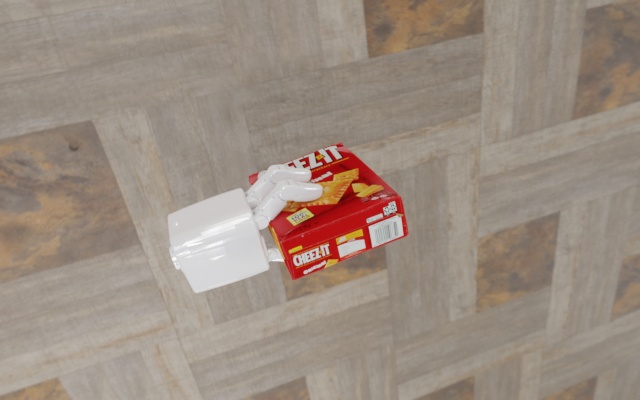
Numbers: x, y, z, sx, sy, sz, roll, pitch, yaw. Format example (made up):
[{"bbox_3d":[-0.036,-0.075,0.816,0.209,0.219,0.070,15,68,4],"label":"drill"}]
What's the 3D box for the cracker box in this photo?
[{"bbox_3d":[0.000,0.002,0.676,0.164,0.072,0.213,-20,31,-10],"label":"cracker box"}]
